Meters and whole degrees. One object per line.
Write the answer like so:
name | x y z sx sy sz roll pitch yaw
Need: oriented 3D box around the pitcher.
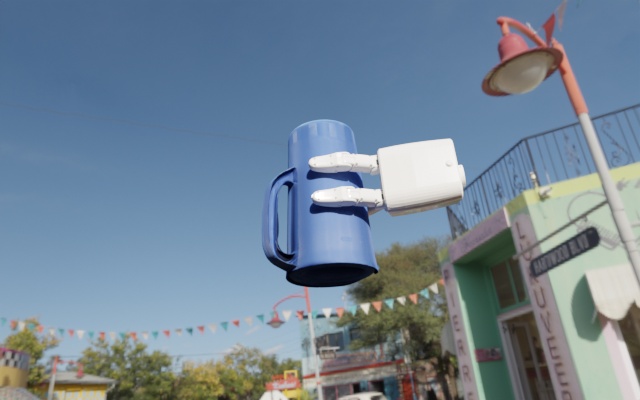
pitcher | 0.000 0.002 0.721 0.145 0.242 0.149 -10 -24 12
